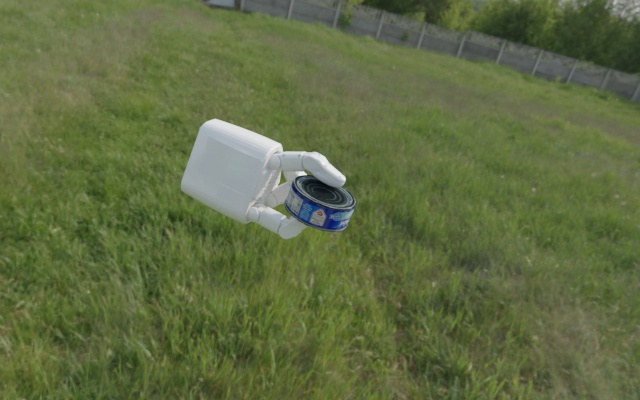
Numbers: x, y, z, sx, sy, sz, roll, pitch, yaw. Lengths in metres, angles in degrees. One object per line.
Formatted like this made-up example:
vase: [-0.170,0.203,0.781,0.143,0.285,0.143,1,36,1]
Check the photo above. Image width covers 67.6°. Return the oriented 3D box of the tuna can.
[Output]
tuna can: [0.000,0.002,0.601,0.086,0.034,0.086,18,24,-8]
